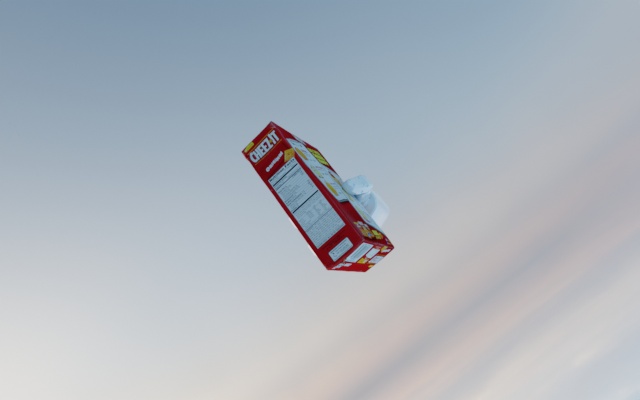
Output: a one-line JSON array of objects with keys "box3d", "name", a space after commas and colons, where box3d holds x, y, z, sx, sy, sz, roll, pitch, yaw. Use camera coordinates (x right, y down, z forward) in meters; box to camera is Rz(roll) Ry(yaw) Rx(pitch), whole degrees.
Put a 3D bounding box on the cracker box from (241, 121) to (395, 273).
[{"box3d": [0.000, 0.002, 0.690, 0.072, 0.213, 0.164, -42, -21, 11], "name": "cracker box"}]
